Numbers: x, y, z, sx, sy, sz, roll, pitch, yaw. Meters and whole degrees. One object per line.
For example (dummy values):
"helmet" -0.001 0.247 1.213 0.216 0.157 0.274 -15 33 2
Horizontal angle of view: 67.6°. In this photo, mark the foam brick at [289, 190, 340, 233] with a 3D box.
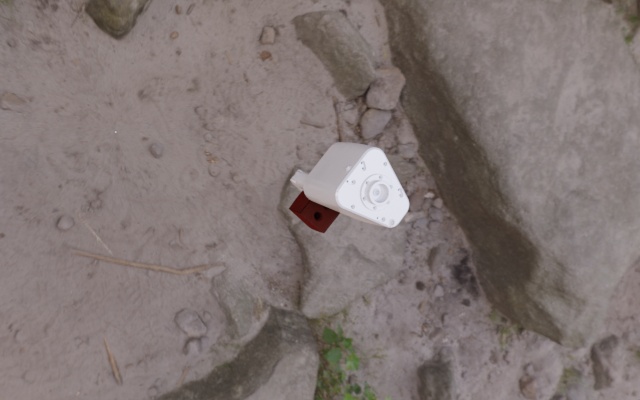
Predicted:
"foam brick" 0.000 0.003 0.732 0.053 0.078 0.051 41 -9 -24
